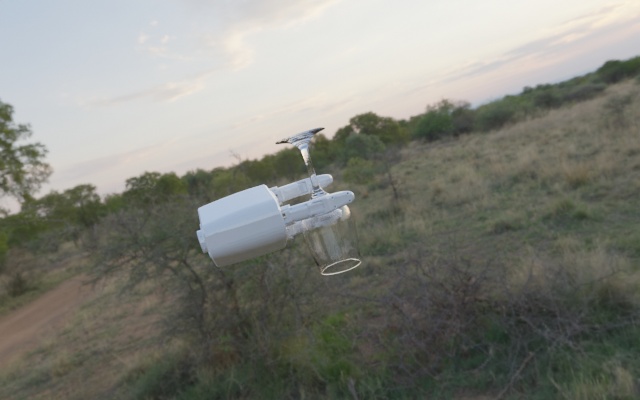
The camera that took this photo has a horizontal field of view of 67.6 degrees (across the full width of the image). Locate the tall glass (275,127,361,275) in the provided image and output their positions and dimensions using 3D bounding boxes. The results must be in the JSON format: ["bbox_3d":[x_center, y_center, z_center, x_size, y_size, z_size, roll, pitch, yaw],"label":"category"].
[{"bbox_3d":[0.000,0.002,0.683,0.079,0.201,0.079,-18,4,1],"label":"tall glass"}]
